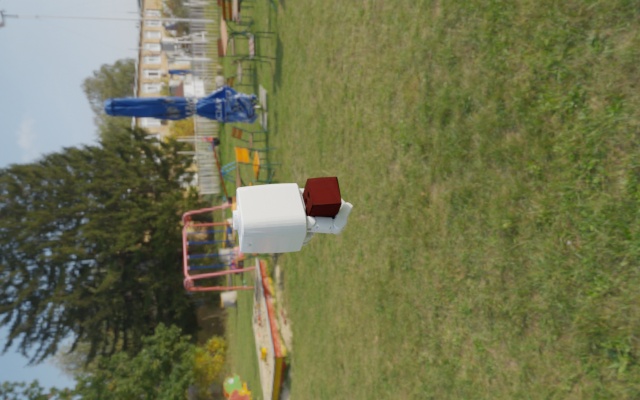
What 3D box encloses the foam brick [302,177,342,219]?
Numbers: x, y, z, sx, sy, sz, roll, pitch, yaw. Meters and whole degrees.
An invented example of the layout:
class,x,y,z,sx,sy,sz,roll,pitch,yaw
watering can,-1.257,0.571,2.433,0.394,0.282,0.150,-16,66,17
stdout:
class,x,y,z,sx,sy,sz,roll,pitch,yaw
foam brick,0.000,0.002,0.804,0.051,0.053,0.078,-2,-30,-14
